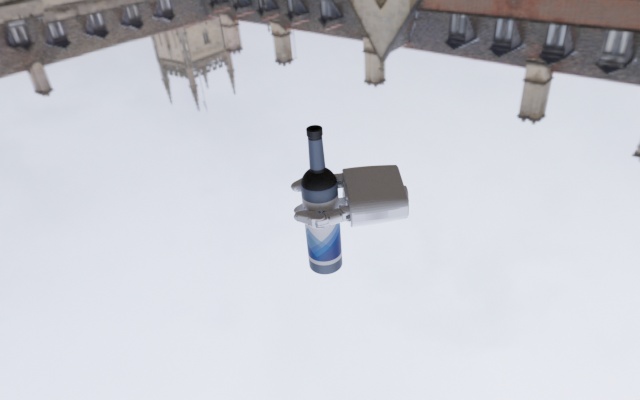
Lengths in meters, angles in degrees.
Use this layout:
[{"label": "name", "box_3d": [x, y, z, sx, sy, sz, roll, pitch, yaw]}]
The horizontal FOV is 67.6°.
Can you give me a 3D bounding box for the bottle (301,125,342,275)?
[{"label": "bottle", "box_3d": [0.000, 0.003, 0.872, 0.069, 0.296, 0.069, -3, 33, 2]}]
